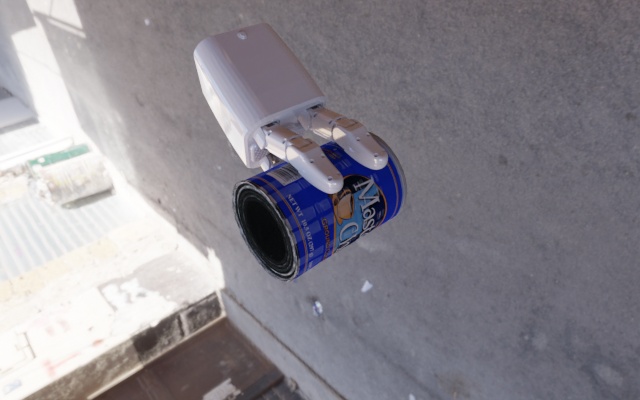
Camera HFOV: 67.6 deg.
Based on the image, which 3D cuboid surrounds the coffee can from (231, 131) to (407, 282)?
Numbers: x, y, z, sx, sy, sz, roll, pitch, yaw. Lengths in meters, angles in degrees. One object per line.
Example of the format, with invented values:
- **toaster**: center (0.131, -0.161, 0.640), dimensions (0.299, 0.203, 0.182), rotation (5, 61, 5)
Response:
- **coffee can**: center (0.000, 0.002, 0.469), dimensions (0.140, 0.103, 0.103), rotation (-28, 15, -31)
